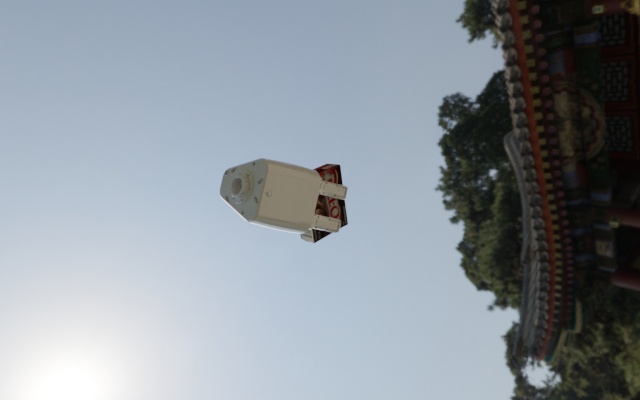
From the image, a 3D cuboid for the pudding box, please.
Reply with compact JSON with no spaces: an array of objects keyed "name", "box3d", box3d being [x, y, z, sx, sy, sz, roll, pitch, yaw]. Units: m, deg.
[{"name":"pudding box","box3d":[0.000,0.003,0.805,0.039,0.113,0.090,12,27,42]}]
